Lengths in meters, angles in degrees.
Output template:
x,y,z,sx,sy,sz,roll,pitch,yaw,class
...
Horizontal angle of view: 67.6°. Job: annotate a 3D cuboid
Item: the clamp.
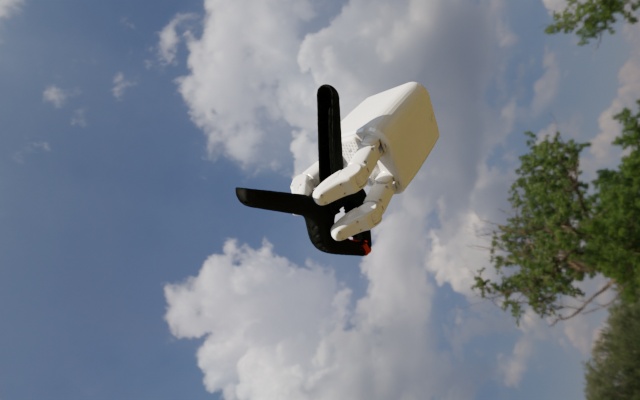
x,y,z,sx,sy,sz,roll,pitch,yaw,class
0.000,0.002,0.537,0.036,0.210,0.164,13,51,43,clamp
